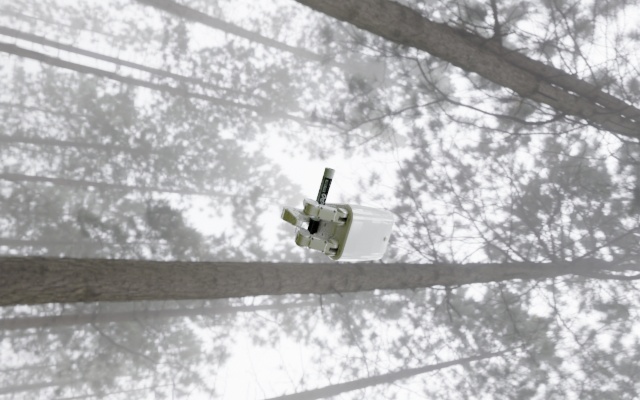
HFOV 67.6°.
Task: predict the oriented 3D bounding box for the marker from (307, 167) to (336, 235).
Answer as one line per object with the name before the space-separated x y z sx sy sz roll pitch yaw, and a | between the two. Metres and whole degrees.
marker | 0.000 0.003 0.816 0.020 0.121 0.020 16 13 -4
